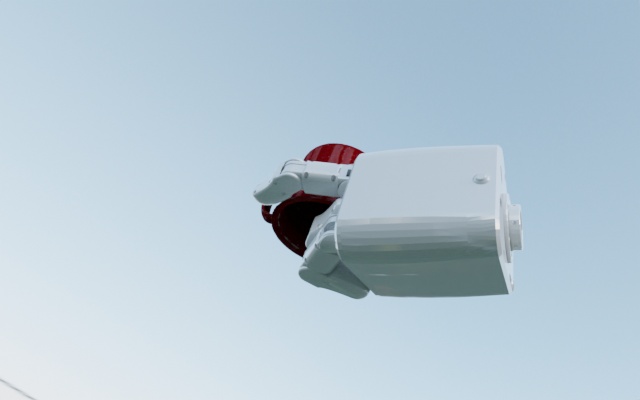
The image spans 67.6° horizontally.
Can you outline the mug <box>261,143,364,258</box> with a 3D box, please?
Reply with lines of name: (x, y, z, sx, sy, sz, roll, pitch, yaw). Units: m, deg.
mug: (-0.001, 0.001, 0.451, 0.117, 0.081, 0.093, -1, -45, 24)
